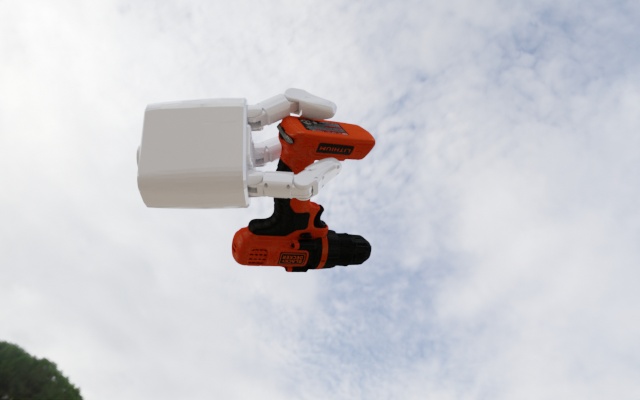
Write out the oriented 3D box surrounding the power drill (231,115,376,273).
[{"bbox_3d":[0.000,0.001,0.563,0.184,0.188,0.057,3,27,-27],"label":"power drill"}]
